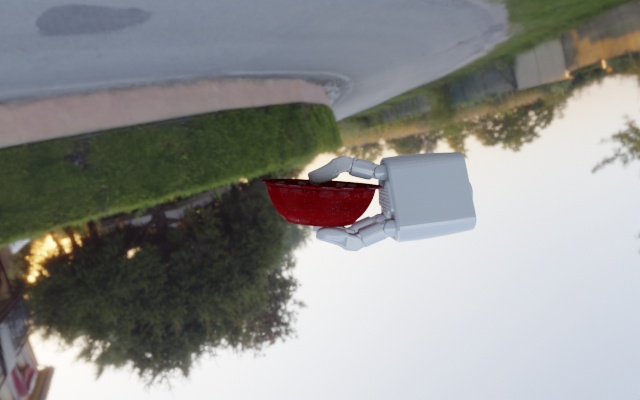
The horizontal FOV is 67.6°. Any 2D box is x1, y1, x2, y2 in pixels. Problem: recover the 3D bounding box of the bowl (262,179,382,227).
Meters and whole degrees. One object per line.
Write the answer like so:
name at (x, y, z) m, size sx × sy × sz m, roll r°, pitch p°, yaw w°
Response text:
bowl at (-0.001, 0.002, 0.645) m, size 0.162 × 0.055 × 0.162 m, roll 3°, pitch 5°, yaw 0°
